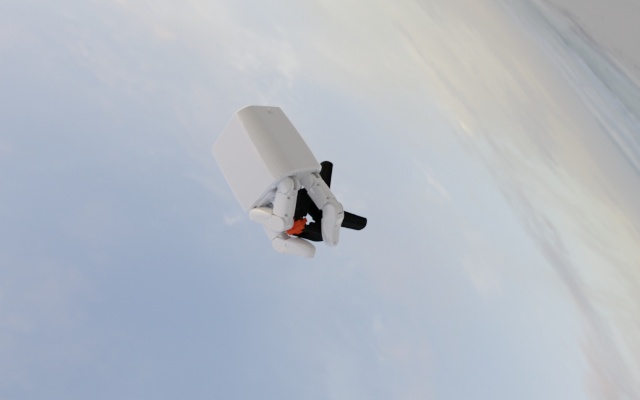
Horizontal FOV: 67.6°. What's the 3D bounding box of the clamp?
[{"bbox_3d":[0.000,0.003,0.683,0.039,0.120,0.171,-38,-11,29],"label":"clamp"}]
